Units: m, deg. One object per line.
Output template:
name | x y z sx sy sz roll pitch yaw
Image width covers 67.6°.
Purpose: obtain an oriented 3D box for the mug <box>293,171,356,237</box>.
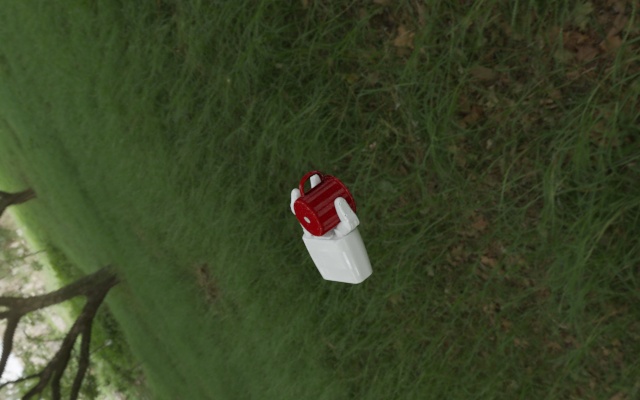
mug | -0.001 0.002 0.869 0.081 0.117 0.093 -36 25 -25
